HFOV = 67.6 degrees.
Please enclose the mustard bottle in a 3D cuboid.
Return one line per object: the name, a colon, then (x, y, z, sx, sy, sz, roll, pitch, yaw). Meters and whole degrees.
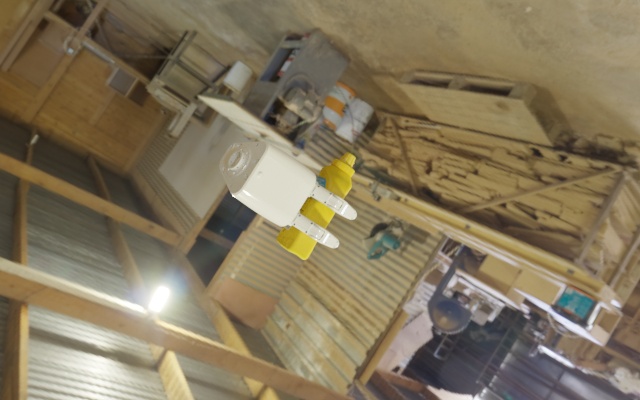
mustard bottle: (0.000, 0.003, 0.805, 0.058, 0.191, 0.096, 33, -2, -15)
